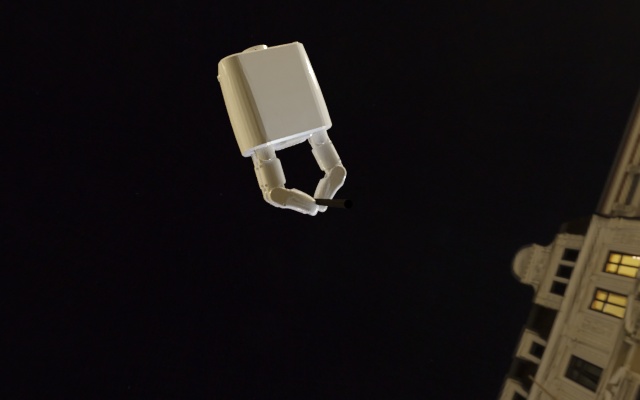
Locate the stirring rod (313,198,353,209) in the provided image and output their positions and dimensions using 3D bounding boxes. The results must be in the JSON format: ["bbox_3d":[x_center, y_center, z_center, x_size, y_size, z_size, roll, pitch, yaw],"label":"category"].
[{"bbox_3d":[0.000,0.002,0.537,0.011,0.011,0.239,0,1,-12],"label":"stirring rod"}]
